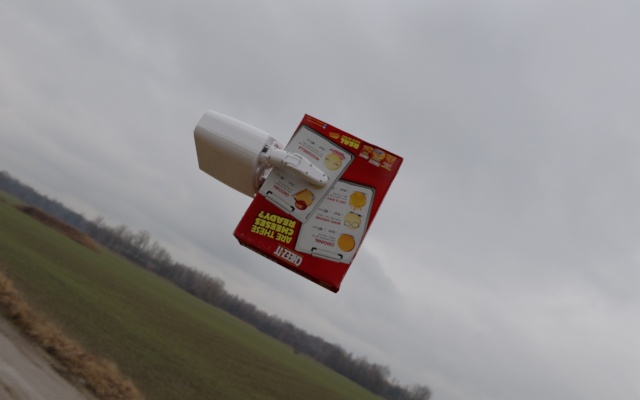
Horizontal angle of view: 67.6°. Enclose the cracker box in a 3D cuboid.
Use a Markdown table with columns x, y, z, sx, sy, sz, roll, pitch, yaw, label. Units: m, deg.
| x | y | z | sx | sy | sz | roll | pitch | yaw | label |
| --- | --- | --- | --- | --- | --- | --- | --- | --- | --- |
| 0.000 | 0.002 | 0.697 | 0.164 | 0.213 | 0.072 | 26 | -17 | 10 | cracker box |
